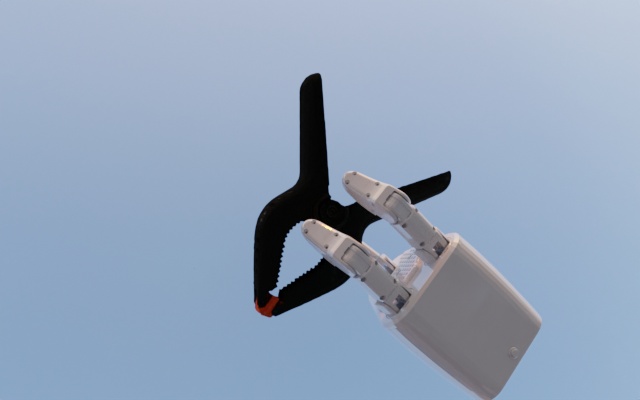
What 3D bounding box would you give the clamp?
[{"bbox_3d":[0.000,0.002,0.416,0.164,0.210,0.036,42,-16,-5],"label":"clamp"}]
